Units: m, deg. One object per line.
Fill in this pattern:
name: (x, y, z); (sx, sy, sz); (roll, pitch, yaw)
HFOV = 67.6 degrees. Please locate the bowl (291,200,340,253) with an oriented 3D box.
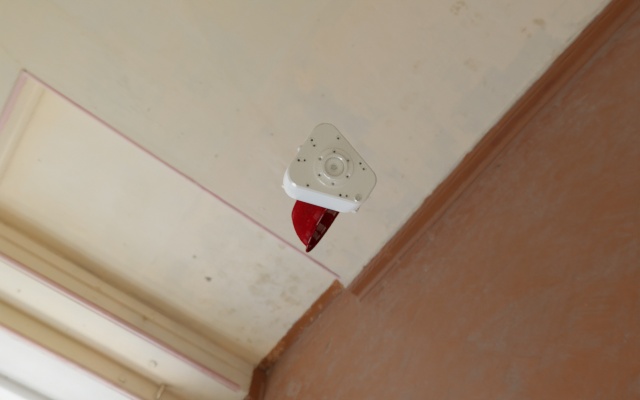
bowl: (0.000, 0.003, 0.775); (0.055, 0.162, 0.162); (31, 6, 9)
